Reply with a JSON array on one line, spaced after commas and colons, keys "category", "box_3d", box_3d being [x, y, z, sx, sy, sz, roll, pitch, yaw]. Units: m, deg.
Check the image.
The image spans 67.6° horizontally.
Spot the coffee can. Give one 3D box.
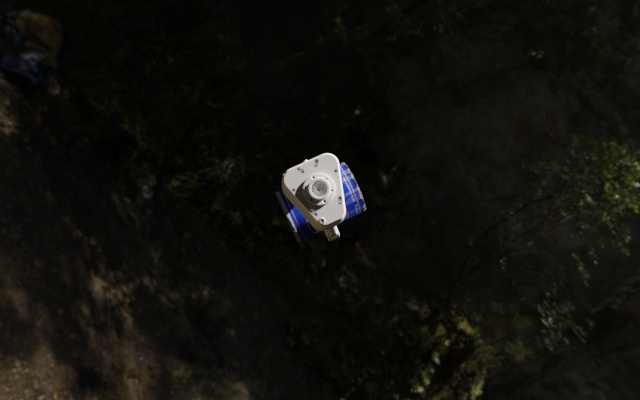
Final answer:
[{"category": "coffee can", "box_3d": [0.000, 0.003, 0.898, 0.140, 0.103, 0.103, -24, 2, -4]}]
